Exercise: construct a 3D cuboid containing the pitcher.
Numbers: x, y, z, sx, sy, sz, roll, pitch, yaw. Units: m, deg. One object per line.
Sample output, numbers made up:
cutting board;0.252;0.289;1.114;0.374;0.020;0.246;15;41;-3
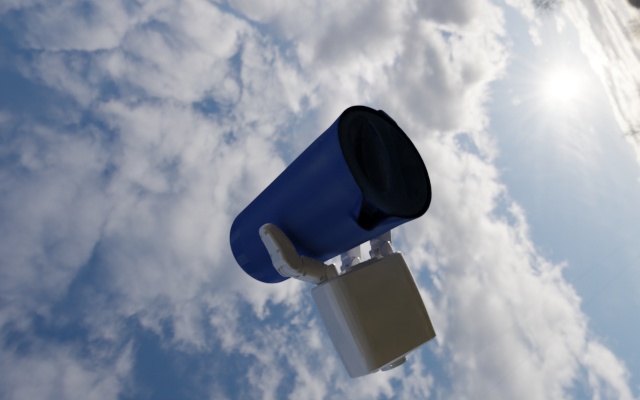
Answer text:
pitcher;0.000;0.002;0.564;0.149;0.145;0.243;-10;-18;-47
